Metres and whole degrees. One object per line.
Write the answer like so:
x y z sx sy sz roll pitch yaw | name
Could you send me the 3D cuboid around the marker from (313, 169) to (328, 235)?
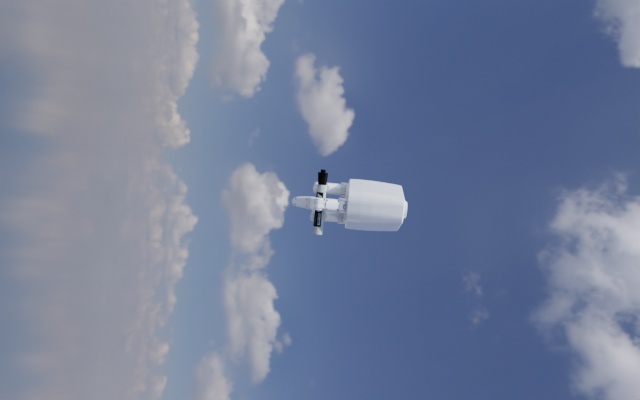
0.000 0.003 0.885 0.020 0.121 0.020 5 4 0 | marker
